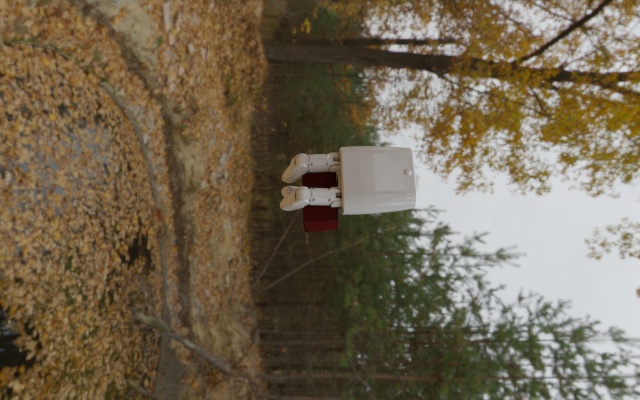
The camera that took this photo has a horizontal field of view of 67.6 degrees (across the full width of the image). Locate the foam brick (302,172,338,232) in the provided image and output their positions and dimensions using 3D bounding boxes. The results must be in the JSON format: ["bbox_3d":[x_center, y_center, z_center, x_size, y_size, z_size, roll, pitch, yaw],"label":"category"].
[{"bbox_3d":[0.000,0.003,0.710,0.051,0.078,0.053,-2,-20,1],"label":"foam brick"}]
